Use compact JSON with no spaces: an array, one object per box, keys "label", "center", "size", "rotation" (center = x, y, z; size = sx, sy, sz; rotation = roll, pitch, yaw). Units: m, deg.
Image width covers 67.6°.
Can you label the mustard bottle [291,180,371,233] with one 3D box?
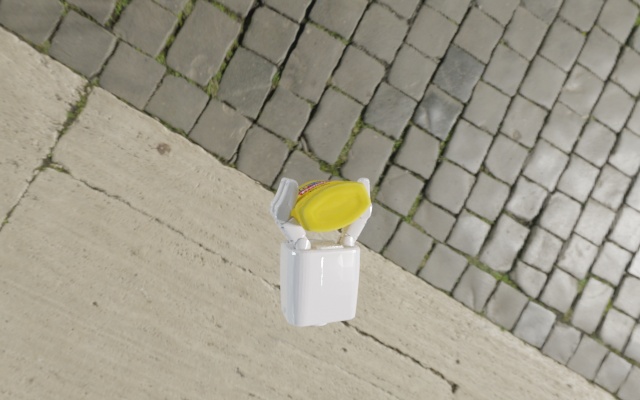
[{"label":"mustard bottle","center":[0.000,0.002,0.702],"size":[0.096,0.058,0.191],"rotation":[-24,9,-10]}]
